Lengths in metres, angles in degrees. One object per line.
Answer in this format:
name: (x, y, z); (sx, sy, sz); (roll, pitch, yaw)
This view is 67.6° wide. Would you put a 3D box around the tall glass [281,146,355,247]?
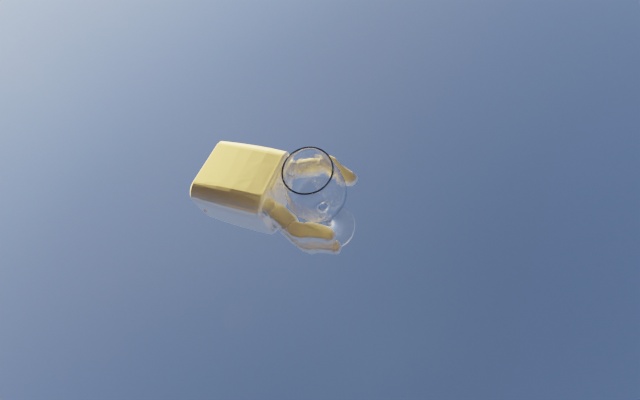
tall glass: (0.000, 0.002, 0.639); (0.079, 0.079, 0.201); (0, -22, 9)
